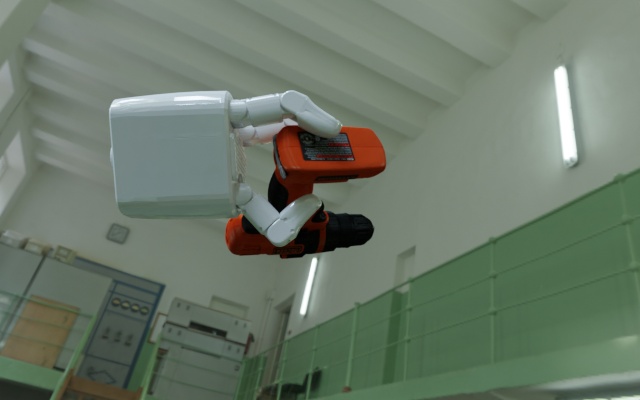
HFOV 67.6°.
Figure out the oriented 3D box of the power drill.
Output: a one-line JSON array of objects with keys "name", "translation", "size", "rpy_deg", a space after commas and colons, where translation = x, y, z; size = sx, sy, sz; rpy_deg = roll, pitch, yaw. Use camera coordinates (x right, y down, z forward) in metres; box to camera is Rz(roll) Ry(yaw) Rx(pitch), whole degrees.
[{"name": "power drill", "translation": [0.000, 0.001, 0.516], "size": [0.184, 0.057, 0.188], "rpy_deg": [-3, -34, -23]}]
